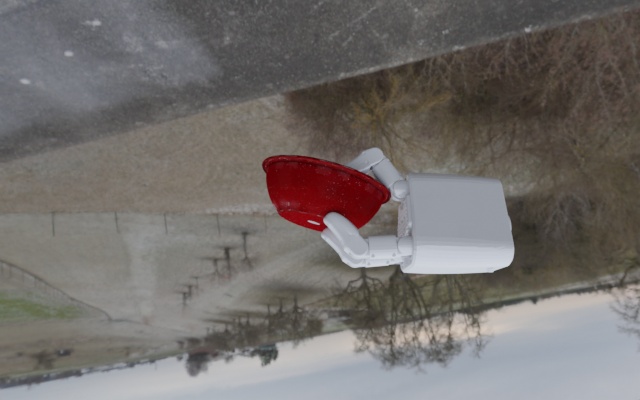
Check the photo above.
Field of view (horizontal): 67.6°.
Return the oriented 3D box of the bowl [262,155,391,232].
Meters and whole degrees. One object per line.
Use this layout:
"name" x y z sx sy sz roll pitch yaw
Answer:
"bowl" -0.001 0.002 0.576 0.162 0.055 0.162 15 -14 4
